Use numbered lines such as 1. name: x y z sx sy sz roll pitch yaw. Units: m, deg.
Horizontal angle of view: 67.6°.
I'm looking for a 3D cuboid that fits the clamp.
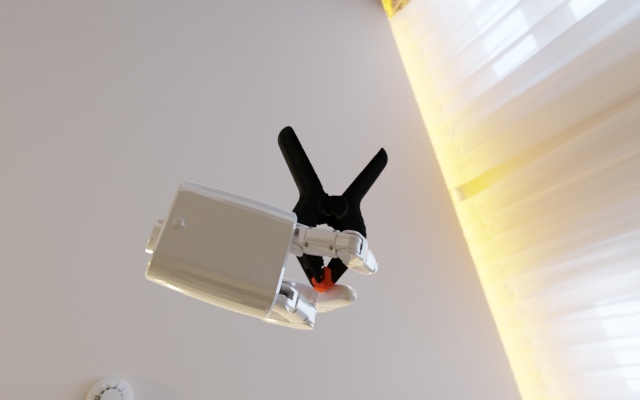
1. clamp: 0.000 0.002 0.479 0.120 0.171 0.039 16 -29 -4
